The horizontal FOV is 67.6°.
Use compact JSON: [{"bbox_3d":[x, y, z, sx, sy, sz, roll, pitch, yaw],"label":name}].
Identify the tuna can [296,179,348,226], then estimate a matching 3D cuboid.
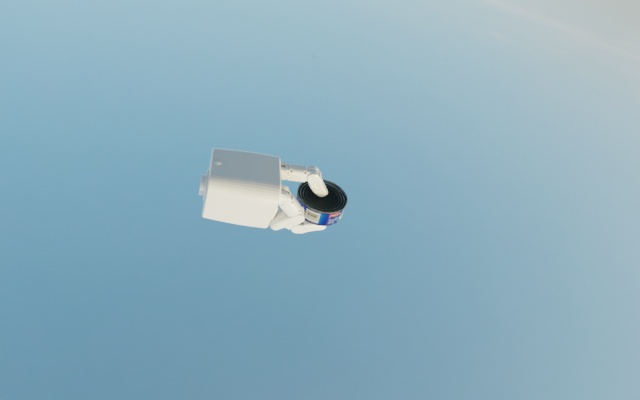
[{"bbox_3d":[0.000,0.003,0.806,0.086,0.034,0.086,10,40,-9],"label":"tuna can"}]
